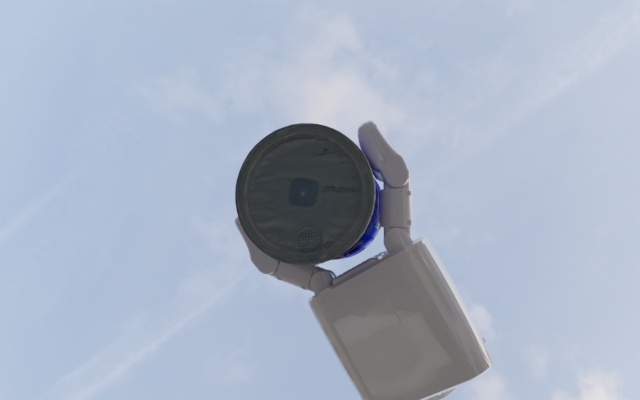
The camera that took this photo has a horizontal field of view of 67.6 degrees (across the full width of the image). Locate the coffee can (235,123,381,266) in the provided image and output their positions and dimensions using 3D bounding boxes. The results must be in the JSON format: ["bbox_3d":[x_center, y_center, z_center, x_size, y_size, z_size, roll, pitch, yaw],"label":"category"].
[{"bbox_3d":[0.000,0.001,0.407,0.103,0.103,0.140,0,-5,11],"label":"coffee can"}]
